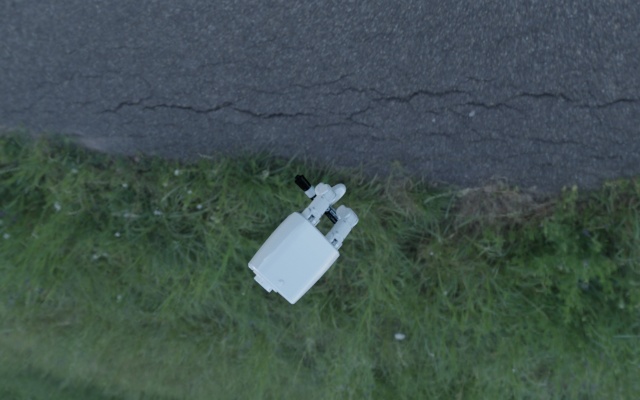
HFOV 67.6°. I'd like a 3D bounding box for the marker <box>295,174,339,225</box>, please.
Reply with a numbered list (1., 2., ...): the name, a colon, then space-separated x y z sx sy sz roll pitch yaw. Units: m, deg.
1. marker: 0.000 0.003 0.787 0.121 0.020 0.020 47 -20 -20
